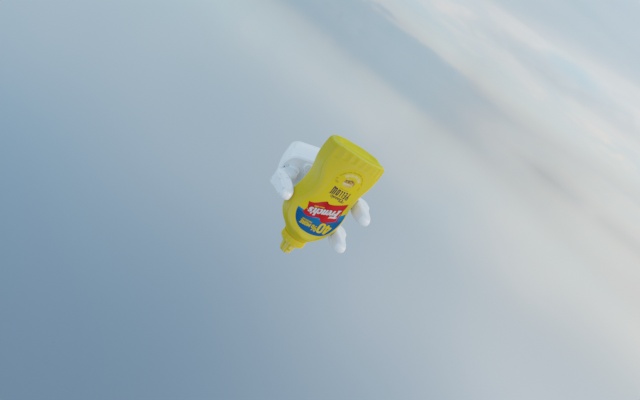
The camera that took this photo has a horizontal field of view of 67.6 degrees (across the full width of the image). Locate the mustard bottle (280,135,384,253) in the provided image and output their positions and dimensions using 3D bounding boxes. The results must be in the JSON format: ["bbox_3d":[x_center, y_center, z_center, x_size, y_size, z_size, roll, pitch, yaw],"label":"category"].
[{"bbox_3d":[0.000,0.002,0.698,0.096,0.192,0.058,25,23,-35],"label":"mustard bottle"}]
